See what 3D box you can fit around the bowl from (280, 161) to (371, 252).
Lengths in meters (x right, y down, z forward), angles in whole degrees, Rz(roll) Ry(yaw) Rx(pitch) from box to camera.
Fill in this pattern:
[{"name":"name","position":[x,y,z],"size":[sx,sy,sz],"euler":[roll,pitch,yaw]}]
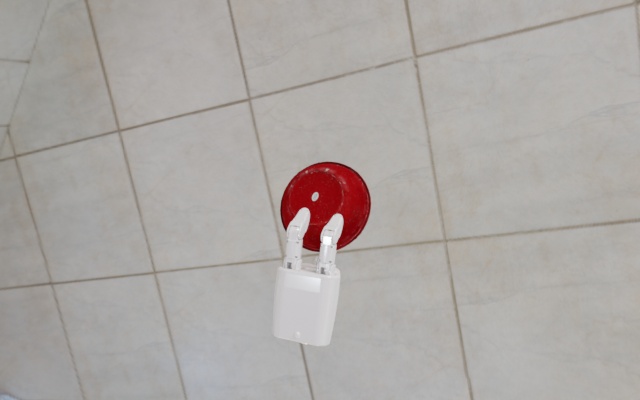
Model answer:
[{"name":"bowl","position":[0.000,0.001,0.794],"size":[0.162,0.162,0.055],"euler":[0,-16,16]}]
